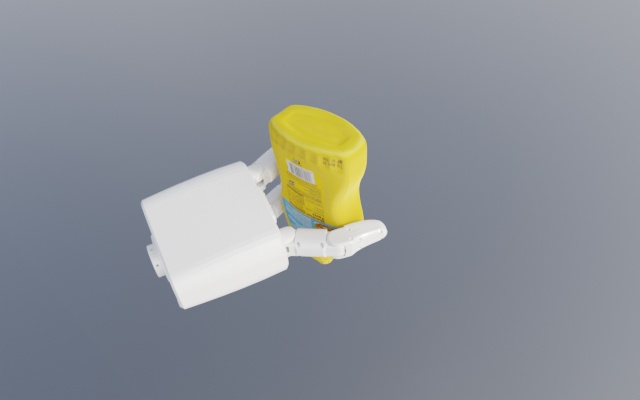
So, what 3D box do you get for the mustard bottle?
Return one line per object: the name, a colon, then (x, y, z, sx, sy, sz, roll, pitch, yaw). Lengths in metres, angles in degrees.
mustard bottle: (0.000, 0.001, 0.492, 0.096, 0.192, 0.058, 28, 53, 27)
